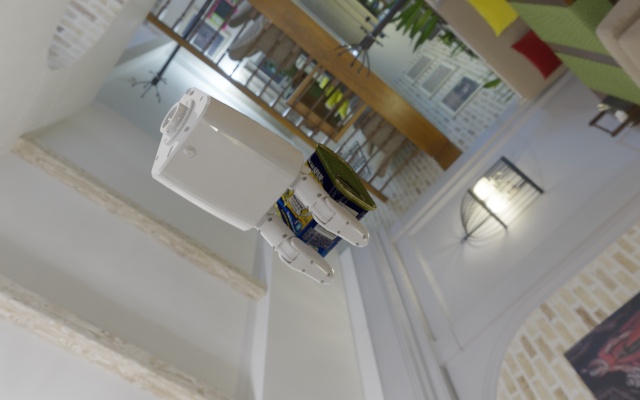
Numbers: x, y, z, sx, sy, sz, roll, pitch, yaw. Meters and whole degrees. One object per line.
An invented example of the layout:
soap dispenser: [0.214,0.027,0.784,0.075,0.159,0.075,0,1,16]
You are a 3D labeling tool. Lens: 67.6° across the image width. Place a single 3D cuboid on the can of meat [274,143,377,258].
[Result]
can of meat: [0.000,0.002,0.508,0.057,0.084,0.102,31,20,-34]
